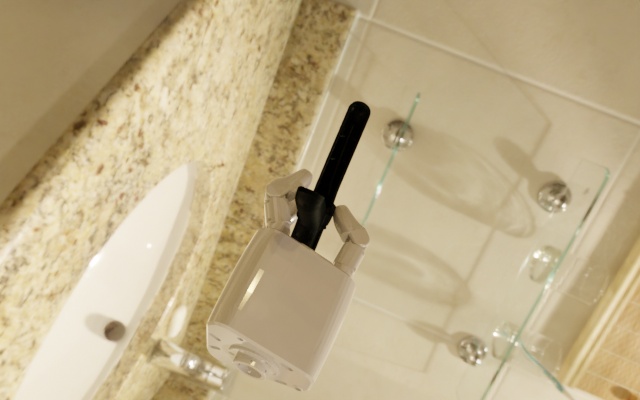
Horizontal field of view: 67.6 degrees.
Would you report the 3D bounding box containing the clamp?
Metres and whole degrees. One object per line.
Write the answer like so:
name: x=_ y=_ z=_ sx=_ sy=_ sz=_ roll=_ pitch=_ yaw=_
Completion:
clamp: x=0.001 y=0.003 z=0.524 sx=0.036 sy=0.164 sz=0.210 roll=25 pitch=-38 yaw=6
